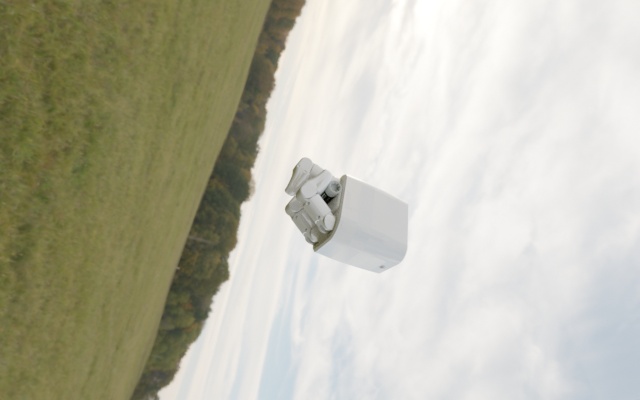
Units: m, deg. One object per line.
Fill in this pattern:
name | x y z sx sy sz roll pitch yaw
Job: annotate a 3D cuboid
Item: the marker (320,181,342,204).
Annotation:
marker | 0.000 0.002 0.690 0.020 0.020 0.121 0 -20 -21
